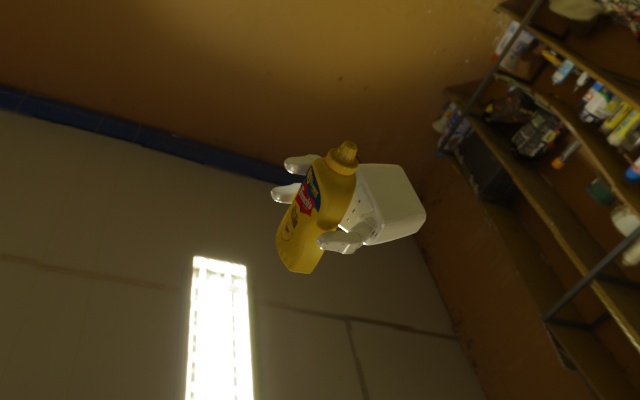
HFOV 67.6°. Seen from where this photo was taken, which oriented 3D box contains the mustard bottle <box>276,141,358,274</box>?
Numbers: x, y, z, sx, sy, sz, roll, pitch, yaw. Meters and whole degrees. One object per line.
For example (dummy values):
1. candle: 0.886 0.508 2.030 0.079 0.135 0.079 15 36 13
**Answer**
1. mustard bottle: 0.000 0.002 0.635 0.058 0.192 0.096 13 37 -23
